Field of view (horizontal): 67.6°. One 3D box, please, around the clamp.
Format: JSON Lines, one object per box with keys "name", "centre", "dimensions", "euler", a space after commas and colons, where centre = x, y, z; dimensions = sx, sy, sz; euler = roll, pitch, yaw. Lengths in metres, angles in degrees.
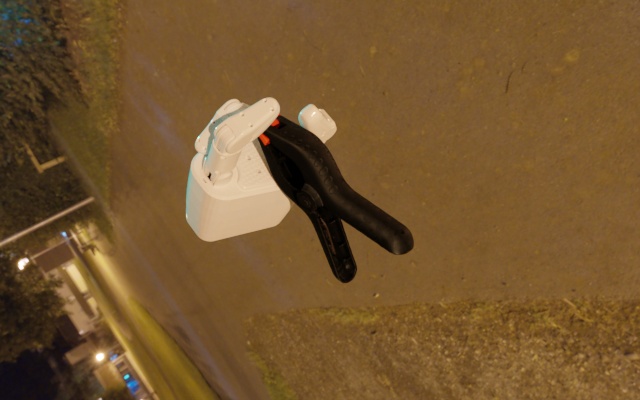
{"name": "clamp", "centre": [0.000, 0.002, 0.433], "dimensions": [0.039, 0.171, 0.120], "euler": [-31, -16, -37]}
